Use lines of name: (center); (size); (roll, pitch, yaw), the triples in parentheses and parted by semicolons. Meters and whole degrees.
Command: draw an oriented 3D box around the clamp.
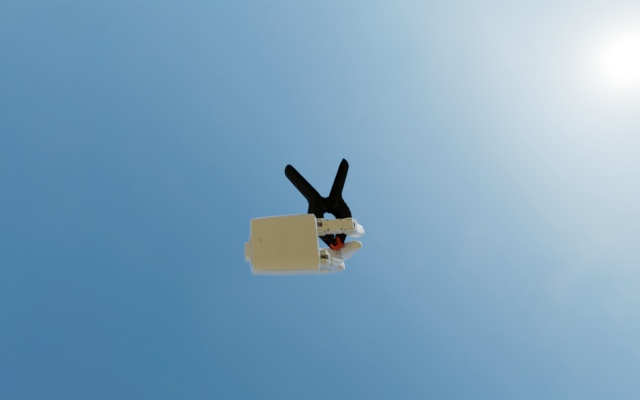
clamp: (0.000, 0.003, 0.836); (0.120, 0.171, 0.039); (-2, -23, -10)
